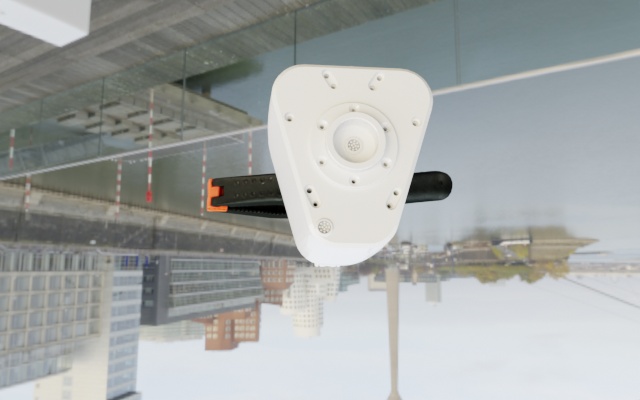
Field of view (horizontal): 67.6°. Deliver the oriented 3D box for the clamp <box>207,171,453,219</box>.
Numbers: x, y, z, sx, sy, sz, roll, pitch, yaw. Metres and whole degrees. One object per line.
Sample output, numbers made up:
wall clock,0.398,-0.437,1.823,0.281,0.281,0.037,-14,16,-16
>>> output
clamp,0.000,0.002,0.463,0.210,0.036,0.164,1,-13,-4
